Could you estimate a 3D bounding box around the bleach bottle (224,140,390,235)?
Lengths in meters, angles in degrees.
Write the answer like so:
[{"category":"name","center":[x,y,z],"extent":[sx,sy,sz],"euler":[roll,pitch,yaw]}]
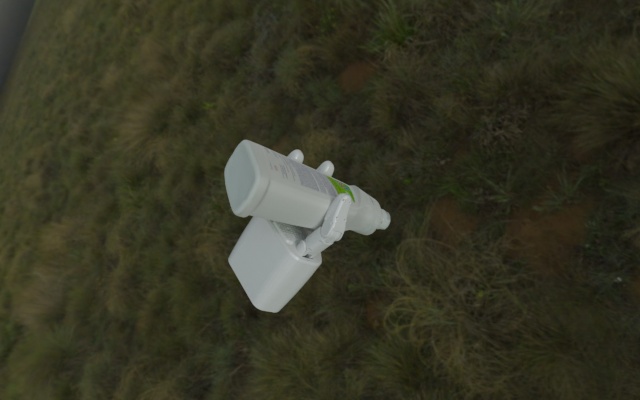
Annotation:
[{"category":"bleach bottle","center":[0.000,0.002,0.638],"extent":[0.251,0.068,0.102],"euler":[19,30,-35]}]
